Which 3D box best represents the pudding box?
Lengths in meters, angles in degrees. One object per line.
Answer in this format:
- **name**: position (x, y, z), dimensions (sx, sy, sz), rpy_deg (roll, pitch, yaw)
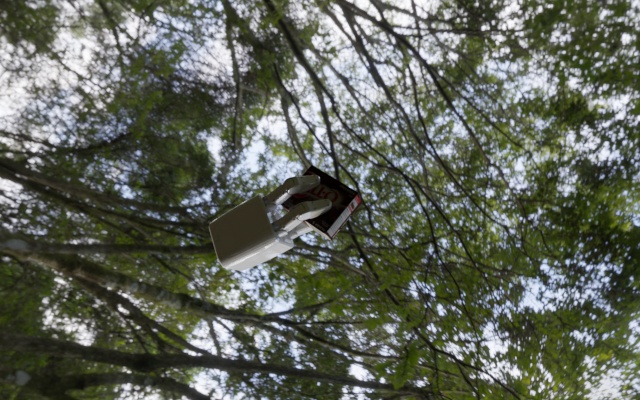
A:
- **pudding box**: position (0.000, 0.003, 0.809), dimensions (0.113, 0.090, 0.039), rpy_deg (33, -13, 30)
